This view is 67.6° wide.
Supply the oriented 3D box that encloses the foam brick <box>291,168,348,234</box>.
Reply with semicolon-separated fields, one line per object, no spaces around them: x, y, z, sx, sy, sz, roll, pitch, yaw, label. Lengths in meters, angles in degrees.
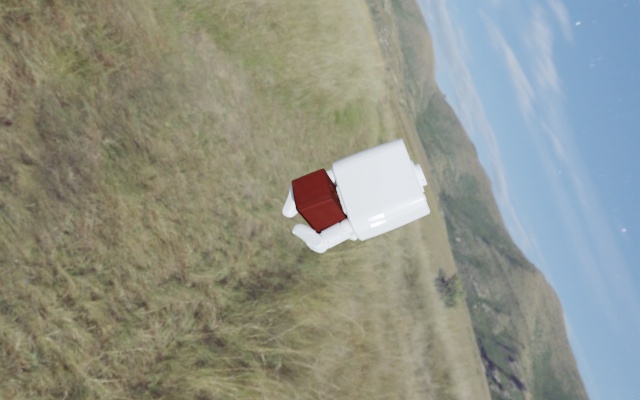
0.000;0.002;0.665;0.051;0.053;0.078;-21;-34;12;foam brick
